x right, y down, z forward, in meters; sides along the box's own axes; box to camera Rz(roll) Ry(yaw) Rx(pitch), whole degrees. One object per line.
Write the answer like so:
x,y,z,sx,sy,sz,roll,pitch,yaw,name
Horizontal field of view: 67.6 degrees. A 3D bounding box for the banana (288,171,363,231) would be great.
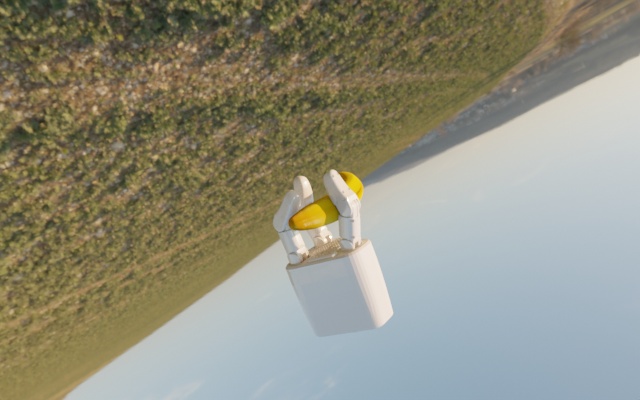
0.019,-0.002,0.638,0.069,0.037,0.197,-8,17,18,banana
